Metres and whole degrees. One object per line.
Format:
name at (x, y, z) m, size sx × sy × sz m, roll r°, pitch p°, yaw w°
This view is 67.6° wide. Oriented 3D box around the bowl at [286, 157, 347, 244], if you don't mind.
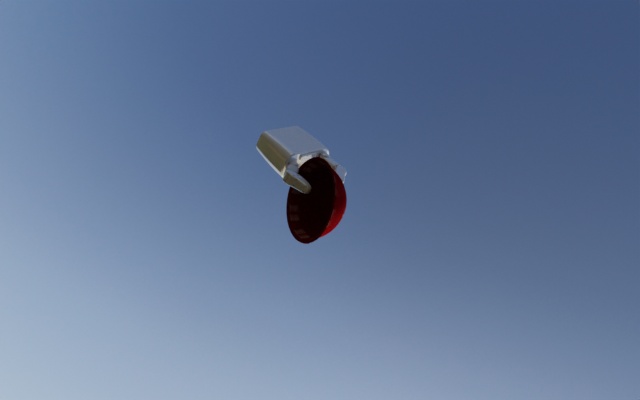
bowl at (0.001, 0.004, 0.893) m, size 0.055 × 0.162 × 0.162 m, roll 10°, pitch -6°, yaw -34°
